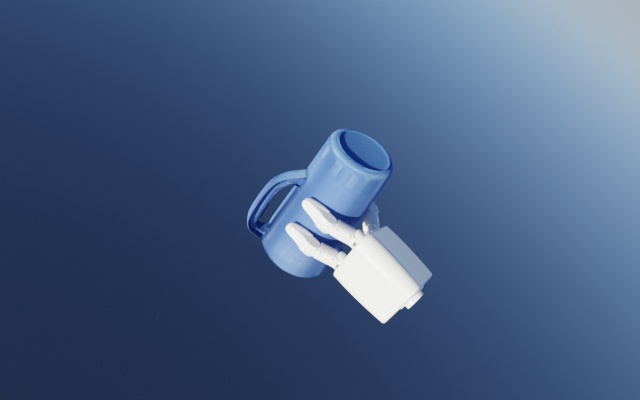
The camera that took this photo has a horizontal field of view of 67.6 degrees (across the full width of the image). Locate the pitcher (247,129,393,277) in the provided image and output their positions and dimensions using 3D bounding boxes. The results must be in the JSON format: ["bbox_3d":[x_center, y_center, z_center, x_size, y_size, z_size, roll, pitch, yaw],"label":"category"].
[{"bbox_3d":[0.000,0.003,0.768,0.149,0.145,0.243,-23,-25,-48],"label":"pitcher"}]
